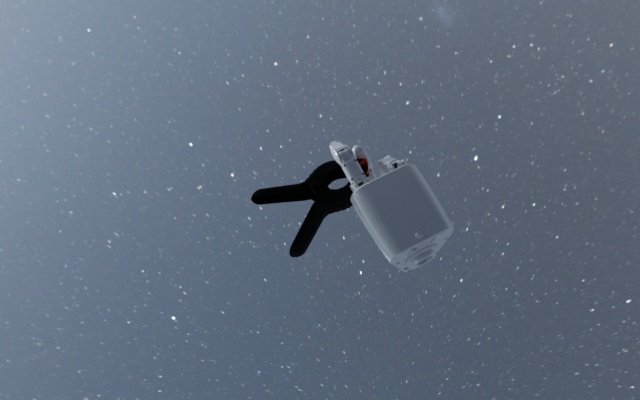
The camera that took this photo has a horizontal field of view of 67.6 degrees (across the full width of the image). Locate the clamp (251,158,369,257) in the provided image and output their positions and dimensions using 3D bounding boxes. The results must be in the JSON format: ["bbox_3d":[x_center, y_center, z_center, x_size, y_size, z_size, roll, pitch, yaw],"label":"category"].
[{"bbox_3d":[0.000,0.002,0.662,0.171,0.120,0.039,-26,-25,-5],"label":"clamp"}]
